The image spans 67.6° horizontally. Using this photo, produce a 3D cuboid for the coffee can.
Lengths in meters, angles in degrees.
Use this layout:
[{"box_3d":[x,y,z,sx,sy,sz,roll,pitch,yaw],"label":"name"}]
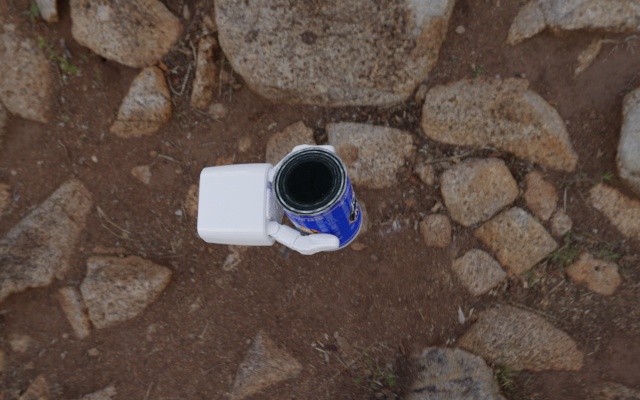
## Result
[{"box_3d":[0.000,0.002,0.687,0.103,0.102,0.140,0,-25,14],"label":"coffee can"}]
